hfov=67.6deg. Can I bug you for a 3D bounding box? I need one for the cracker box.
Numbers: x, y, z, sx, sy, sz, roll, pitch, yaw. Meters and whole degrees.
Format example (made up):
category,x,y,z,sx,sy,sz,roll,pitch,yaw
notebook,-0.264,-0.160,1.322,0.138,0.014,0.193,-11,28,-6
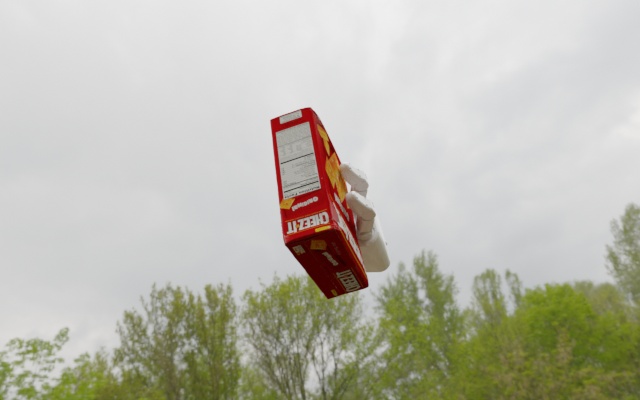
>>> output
category,x,y,z,sx,sy,sz,roll,pitch,yaw
cracker box,0.000,0.002,0.661,0.072,0.213,0.164,-18,-38,10
